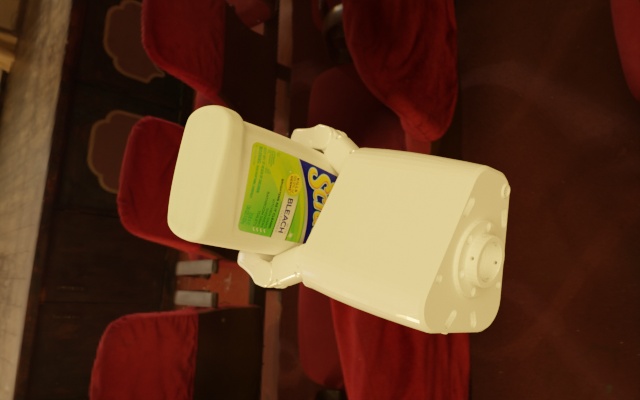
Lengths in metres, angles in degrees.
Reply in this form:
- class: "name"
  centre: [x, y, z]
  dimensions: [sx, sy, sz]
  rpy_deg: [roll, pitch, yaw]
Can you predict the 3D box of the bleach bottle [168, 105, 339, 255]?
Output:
- class: "bleach bottle"
  centre: [0.000, 0.001, 0.422]
  dimensions: [0.251, 0.102, 0.068]
  rpy_deg: [13, 0, -42]
